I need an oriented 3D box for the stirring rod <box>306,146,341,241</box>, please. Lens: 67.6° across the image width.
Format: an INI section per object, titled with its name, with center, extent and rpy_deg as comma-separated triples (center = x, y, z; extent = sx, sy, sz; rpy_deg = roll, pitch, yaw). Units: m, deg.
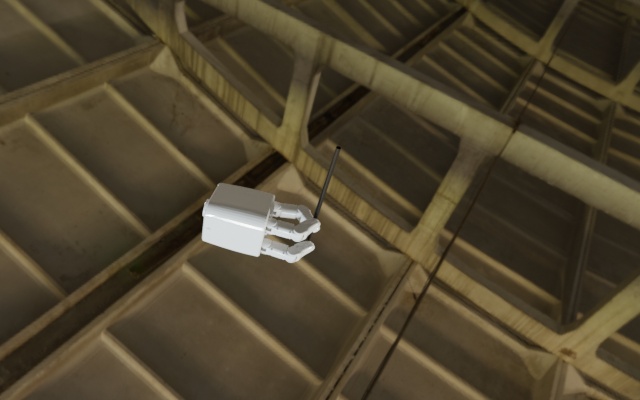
[stirring rod]
center = 0.000, 0.003, 0.821
extent = 0.011, 0.240, 0.011
rpy_deg = 10, 43, -9
